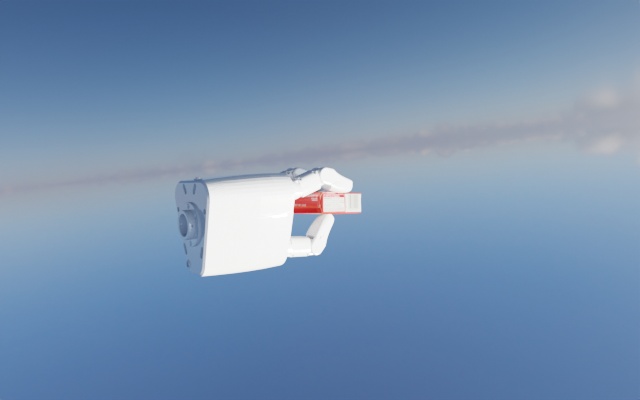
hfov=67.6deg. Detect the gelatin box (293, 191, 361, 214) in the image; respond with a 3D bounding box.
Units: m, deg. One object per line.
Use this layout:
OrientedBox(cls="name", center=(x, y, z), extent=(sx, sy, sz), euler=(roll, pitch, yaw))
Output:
OrientedBox(cls="gelatin box", center=(0.000, 0.003, 0.636), extent=(0.073, 0.030, 0.089), euler=(1, 0, 39))
